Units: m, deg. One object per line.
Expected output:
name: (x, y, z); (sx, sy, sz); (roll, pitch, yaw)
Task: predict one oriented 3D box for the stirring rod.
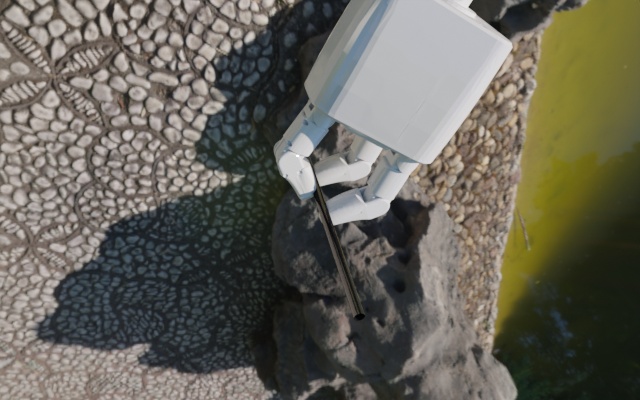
stirring rod: (0.000, 0.001, 0.409); (0.011, 0.011, 0.239); (0, 40, -16)
